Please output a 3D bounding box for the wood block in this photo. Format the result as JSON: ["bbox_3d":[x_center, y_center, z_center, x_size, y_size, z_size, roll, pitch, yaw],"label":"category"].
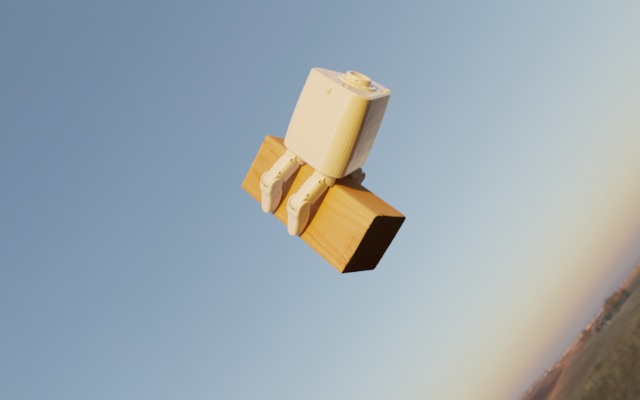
[{"bbox_3d":[0.000,0.002,0.660,0.206,0.090,0.091,38,18,31],"label":"wood block"}]
